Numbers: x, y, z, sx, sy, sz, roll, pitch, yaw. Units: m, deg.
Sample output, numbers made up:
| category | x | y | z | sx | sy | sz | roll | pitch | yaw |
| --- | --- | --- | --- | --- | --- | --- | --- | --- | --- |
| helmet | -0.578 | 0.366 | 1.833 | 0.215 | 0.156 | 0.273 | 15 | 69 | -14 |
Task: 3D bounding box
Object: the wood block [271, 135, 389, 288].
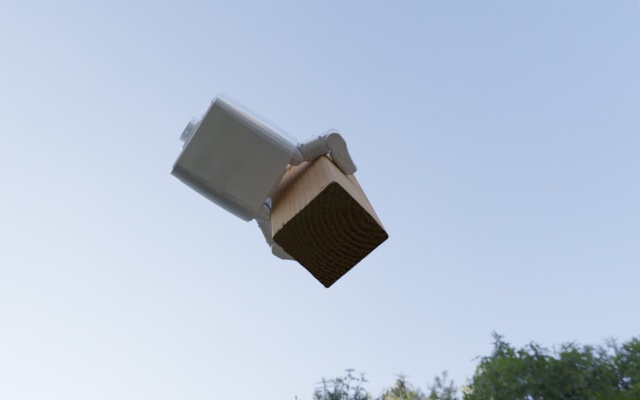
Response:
| category | x | y | z | sx | sy | sz | roll | pitch | yaw |
| --- | --- | --- | --- | --- | --- | --- | --- | --- | --- |
| wood block | 0.000 | 0.001 | 0.582 | 0.091 | 0.090 | 0.206 | -42 | 20 | 10 |
